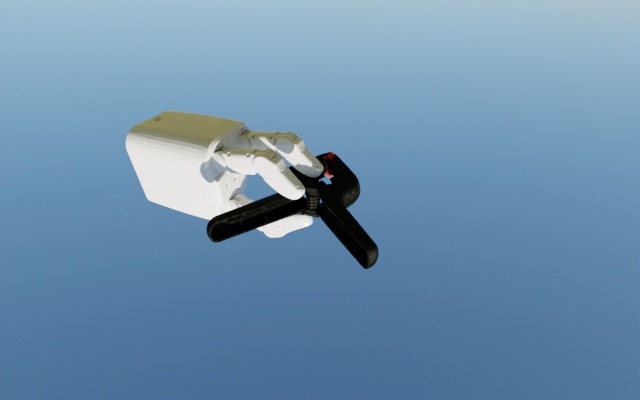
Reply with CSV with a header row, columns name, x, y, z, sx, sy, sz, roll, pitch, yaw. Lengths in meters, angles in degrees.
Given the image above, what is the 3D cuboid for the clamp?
name,x,y,z,sx,sy,sz,roll,pitch,yaw
clamp,0.000,0.002,0.517,0.164,0.036,0.210,13,30,15
